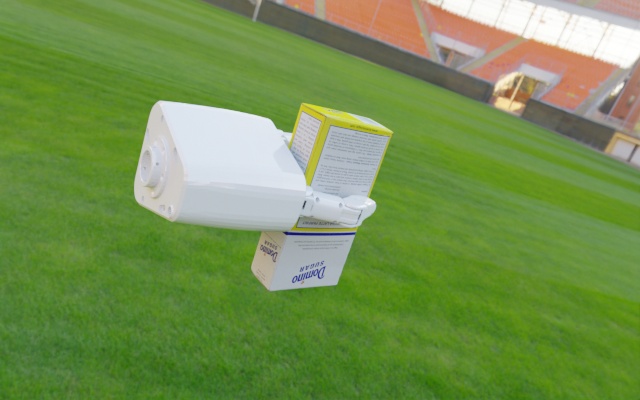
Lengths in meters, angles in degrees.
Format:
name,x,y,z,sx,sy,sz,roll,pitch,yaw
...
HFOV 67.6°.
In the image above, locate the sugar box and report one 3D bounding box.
name,x,y,z,sx,sy,sz,roll,pitch,yaw
sugar box,0.000,0.001,0.469,0.093,0.176,0.048,4,25,-41
